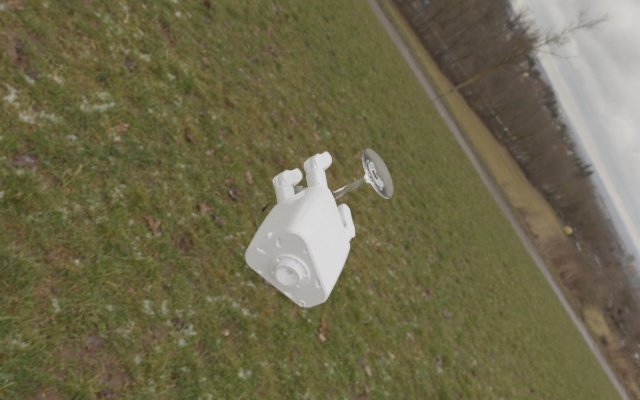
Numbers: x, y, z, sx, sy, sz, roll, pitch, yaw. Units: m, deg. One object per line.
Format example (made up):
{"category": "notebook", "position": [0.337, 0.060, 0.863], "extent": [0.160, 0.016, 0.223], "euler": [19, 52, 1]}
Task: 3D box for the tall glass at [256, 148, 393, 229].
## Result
{"category": "tall glass", "position": [0.001, 0.002, 0.690], "extent": [0.201, 0.079, 0.079], "euler": [-27, -14, 29]}
